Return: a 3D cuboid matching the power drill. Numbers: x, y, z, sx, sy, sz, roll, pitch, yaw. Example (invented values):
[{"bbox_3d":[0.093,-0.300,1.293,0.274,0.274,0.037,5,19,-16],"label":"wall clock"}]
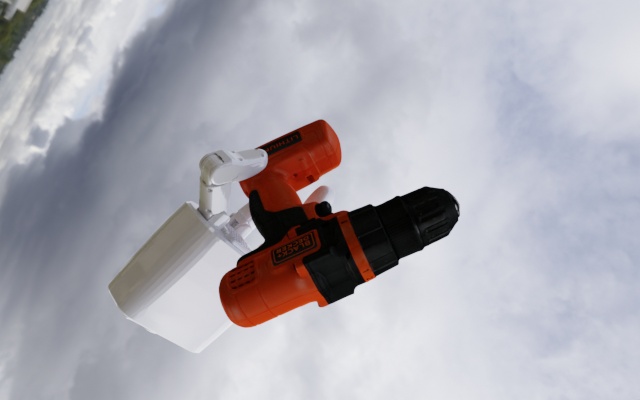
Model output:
[{"bbox_3d":[0.000,0.001,0.401,0.184,0.057,0.187,-24,34,3],"label":"power drill"}]
